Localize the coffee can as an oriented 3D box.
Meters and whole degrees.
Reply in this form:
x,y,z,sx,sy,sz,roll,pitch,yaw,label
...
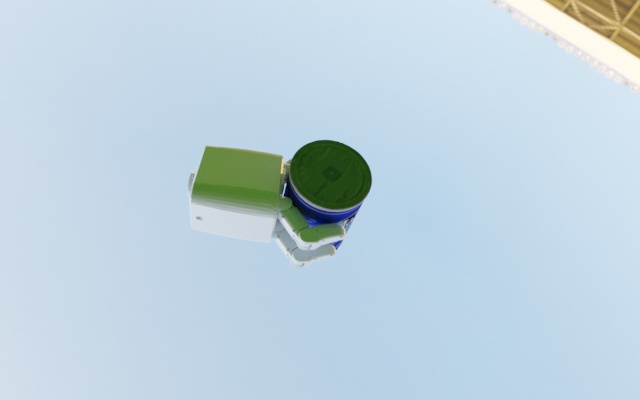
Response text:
x,y,z,sx,sy,sz,roll,pitch,yaw,label
0.000,0.002,0.636,0.103,0.102,0.140,0,-31,-13,coffee can
